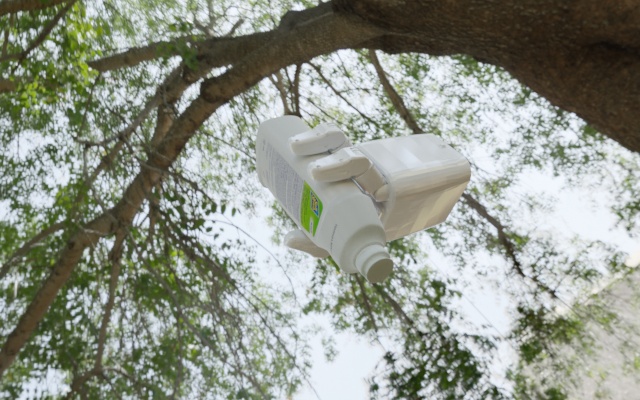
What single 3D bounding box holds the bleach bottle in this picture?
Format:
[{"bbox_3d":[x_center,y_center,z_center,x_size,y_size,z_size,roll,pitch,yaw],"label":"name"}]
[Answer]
[{"bbox_3d":[0.000,0.002,0.515,0.068,0.103,0.250,-14,39,-21],"label":"bleach bottle"}]
